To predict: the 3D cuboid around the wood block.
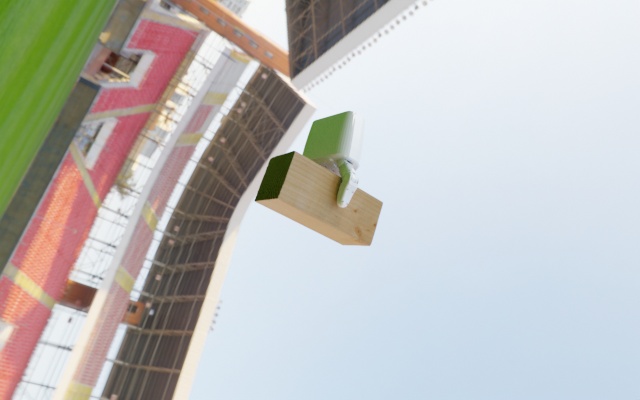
[{"bbox_3d":[0.001,0.002,0.857,0.206,0.090,0.091,28,-19,-28],"label":"wood block"}]
